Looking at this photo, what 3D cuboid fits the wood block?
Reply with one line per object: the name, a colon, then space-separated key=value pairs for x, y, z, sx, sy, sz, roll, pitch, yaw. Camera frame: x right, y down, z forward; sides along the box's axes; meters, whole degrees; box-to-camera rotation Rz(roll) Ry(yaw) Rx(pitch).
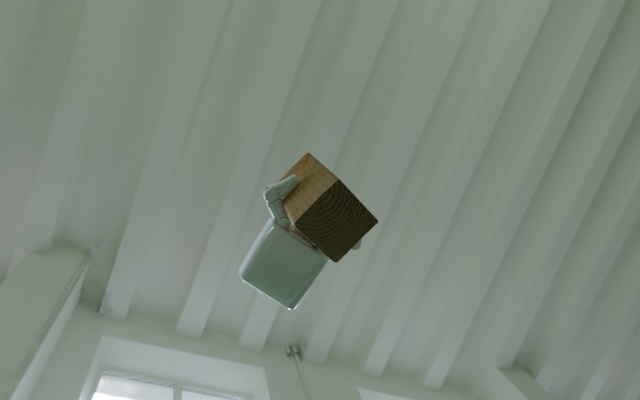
wood block: x=0.000 y=0.003 z=0.754 sx=0.091 sy=0.090 sz=0.206 roll=45 pitch=2 yaw=-21
